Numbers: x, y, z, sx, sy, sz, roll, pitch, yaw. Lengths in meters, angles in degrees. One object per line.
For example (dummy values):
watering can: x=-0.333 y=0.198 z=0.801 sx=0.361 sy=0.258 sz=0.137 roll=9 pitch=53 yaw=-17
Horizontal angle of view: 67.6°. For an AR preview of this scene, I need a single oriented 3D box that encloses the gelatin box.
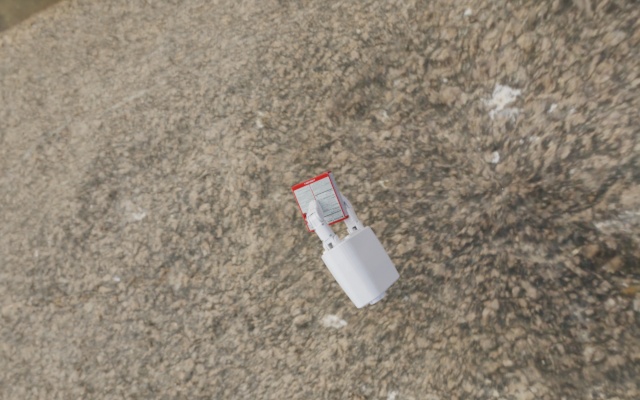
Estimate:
gelatin box: x=0.000 y=0.002 z=0.839 sx=0.073 sy=0.089 sz=0.030 roll=-22 pitch=2 yaw=18
